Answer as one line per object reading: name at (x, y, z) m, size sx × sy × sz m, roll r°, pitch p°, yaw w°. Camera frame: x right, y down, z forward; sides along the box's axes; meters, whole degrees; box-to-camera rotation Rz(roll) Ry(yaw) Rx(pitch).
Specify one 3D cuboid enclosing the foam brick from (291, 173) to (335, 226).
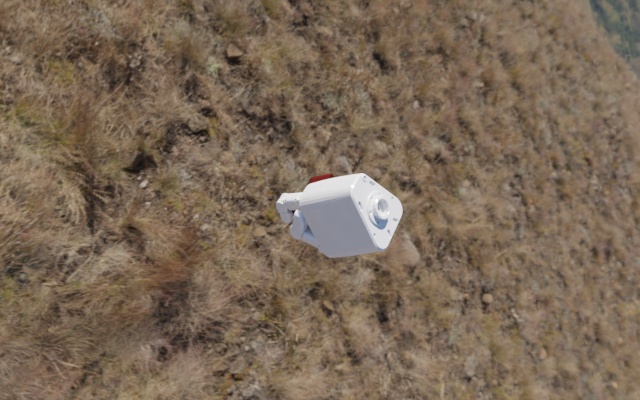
foam brick at (0.000, 0.002, 0.775) m, size 0.051 × 0.078 × 0.053 m, roll -12°, pitch -52°, yaw 46°
